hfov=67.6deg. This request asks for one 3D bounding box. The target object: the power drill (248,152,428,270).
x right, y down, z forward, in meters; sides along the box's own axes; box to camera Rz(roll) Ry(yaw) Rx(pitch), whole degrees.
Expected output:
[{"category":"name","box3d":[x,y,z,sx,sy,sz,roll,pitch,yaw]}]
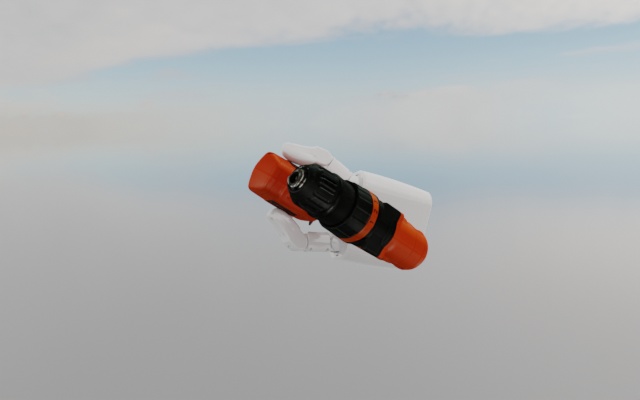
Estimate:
[{"category":"power drill","box3d":[0.000,0.002,0.500,0.184,0.057,0.187,34,-5,-39]}]
